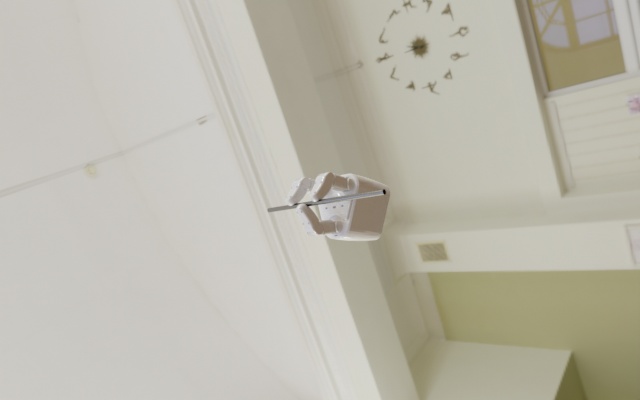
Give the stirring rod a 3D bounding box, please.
[{"bbox_3d":[0.000,0.003,0.747,0.239,0.011,0.011,-9,-6,41],"label":"stirring rod"}]
